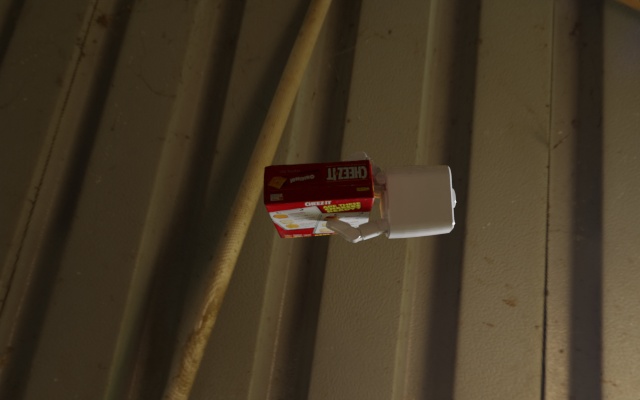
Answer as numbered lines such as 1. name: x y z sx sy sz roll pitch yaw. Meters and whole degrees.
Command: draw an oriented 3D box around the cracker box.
1. cracker box: 0.000 0.003 0.806 0.164 0.072 0.214 -4 -18 1
